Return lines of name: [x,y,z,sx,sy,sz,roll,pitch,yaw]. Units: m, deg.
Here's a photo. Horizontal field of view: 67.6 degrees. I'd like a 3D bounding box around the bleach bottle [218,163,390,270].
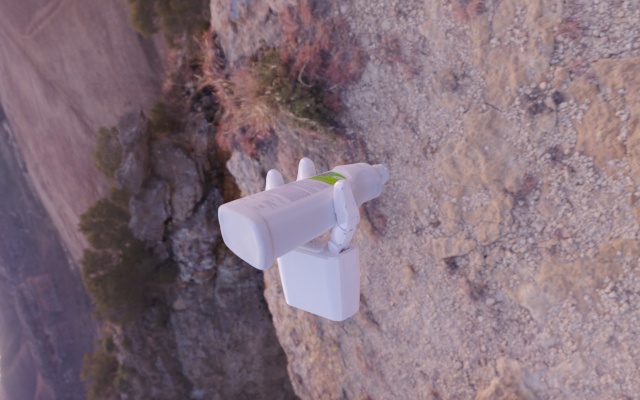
bleach bottle: [0.000,0.002,0.624,0.251,0.068,0.102,-23,29,-34]
